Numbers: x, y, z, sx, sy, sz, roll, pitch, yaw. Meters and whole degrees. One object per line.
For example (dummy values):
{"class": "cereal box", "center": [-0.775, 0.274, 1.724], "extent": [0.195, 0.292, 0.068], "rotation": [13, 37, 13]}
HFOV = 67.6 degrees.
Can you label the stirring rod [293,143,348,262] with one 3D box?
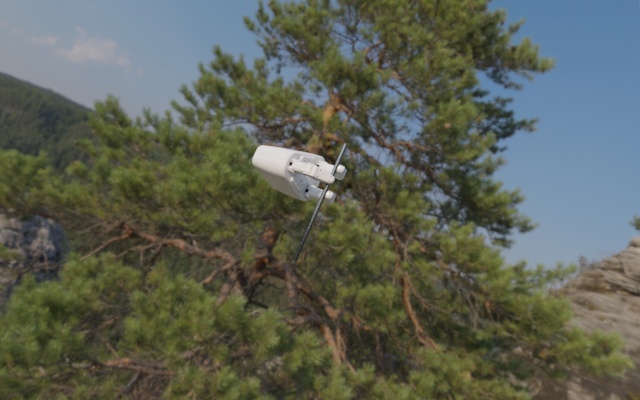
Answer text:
{"class": "stirring rod", "center": [0.000, 0.003, 0.896], "extent": [0.011, 0.239, 0.011], "rotation": [24, -5, 2]}
